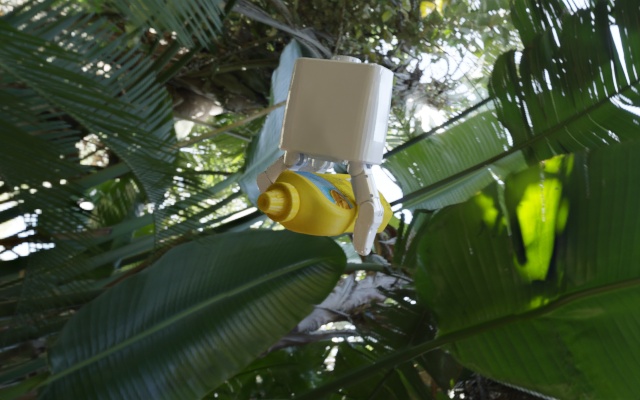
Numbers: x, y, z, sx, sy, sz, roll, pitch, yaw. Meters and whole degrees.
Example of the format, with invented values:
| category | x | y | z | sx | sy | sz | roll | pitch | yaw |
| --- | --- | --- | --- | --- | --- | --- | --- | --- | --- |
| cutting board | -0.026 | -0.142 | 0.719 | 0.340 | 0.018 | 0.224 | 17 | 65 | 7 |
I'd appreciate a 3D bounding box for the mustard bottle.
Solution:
| category | x | y | z | sx | sy | sz | roll | pitch | yaw |
| --- | --- | --- | --- | --- | --- | --- | --- | --- | --- |
| mustard bottle | 0.000 | 0.002 | 0.544 | 0.096 | 0.058 | 0.191 | 41 | 22 | 29 |
